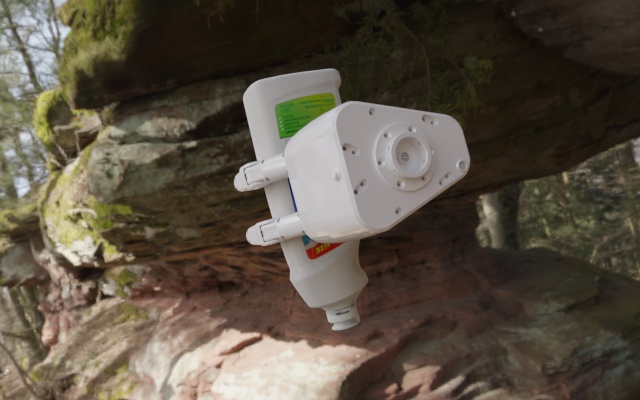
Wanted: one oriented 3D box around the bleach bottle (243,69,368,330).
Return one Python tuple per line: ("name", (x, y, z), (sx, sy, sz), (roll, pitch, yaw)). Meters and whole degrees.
("bleach bottle", (0.000, 0.002, 0.482), (0.102, 0.251, 0.068), (-15, -1, -22))
